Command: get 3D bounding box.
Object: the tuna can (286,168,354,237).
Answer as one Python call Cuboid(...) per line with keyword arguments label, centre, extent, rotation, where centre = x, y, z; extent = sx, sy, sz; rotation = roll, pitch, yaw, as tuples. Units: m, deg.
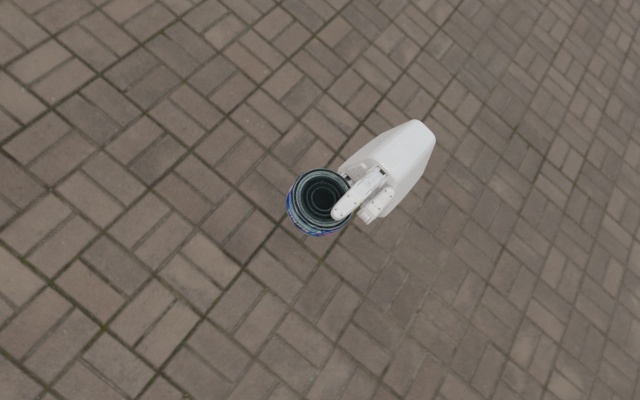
Cuboid(label="tuna can", centre=(0.000, 0.002, 0.617), extent=(0.086, 0.086, 0.034), rotation=(0, -17, -18))
